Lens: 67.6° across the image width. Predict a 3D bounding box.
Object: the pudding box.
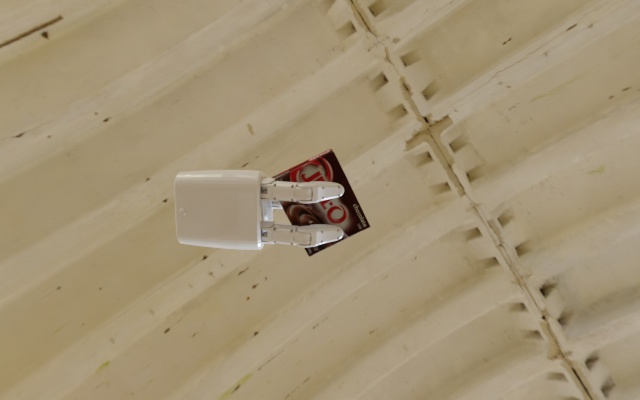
[{"bbox_3d":[0.000,0.002,0.617,0.090,0.113,0.039,-26,12,5],"label":"pudding box"}]
